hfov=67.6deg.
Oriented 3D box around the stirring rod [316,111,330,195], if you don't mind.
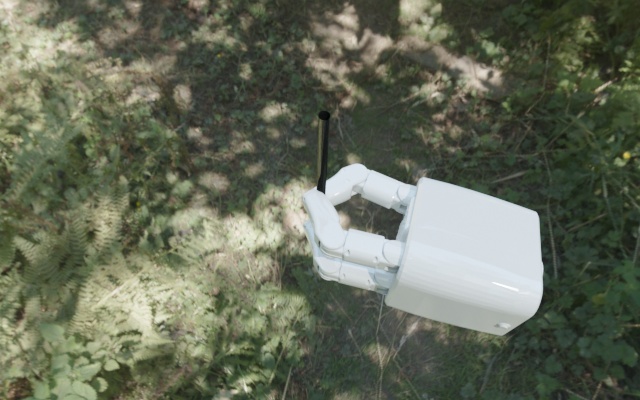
[{"bbox_3d":[0.000,0.001,0.420,0.011,0.011,0.240,0,-28,-1],"label":"stirring rod"}]
